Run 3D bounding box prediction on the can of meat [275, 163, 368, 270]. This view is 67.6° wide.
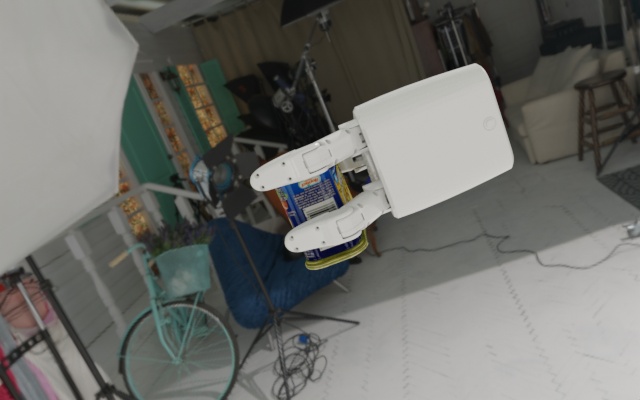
[{"bbox_3d":[0.000,0.001,0.430,0.057,0.084,0.102,-21,13,8],"label":"can of meat"}]
